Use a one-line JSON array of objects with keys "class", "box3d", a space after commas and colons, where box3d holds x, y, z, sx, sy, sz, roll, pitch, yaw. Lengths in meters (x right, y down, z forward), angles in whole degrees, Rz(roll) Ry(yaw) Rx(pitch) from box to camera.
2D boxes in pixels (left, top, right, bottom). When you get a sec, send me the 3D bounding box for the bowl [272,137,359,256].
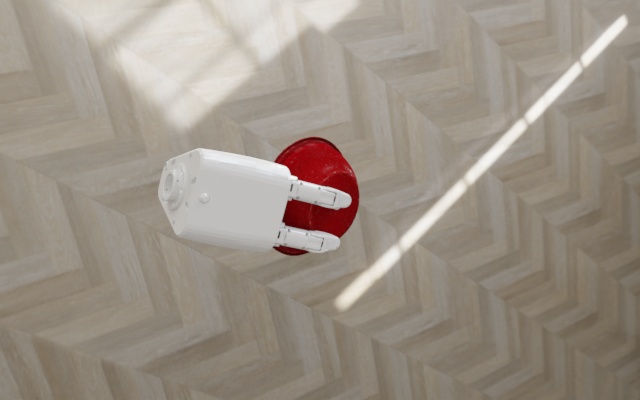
[{"class": "bowl", "box3d": [0.001, 0.002, 0.615, 0.055, 0.162, 0.162, 19, 13, 42]}]
